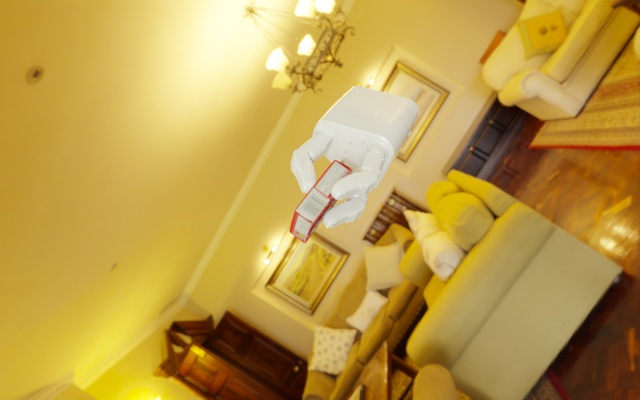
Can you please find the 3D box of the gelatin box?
[{"bbox_3d":[0.000,0.002,0.590,0.030,0.089,0.073,35,-25,6],"label":"gelatin box"}]
